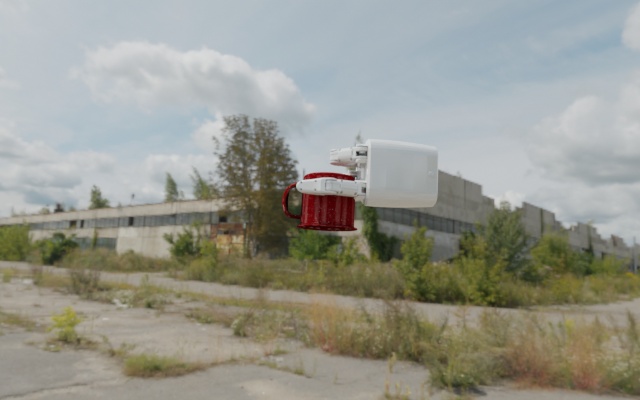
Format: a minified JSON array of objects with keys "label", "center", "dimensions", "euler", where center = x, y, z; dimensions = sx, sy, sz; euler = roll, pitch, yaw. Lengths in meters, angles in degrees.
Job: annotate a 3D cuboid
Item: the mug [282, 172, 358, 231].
[{"label":"mug","center":[-0.001,0.002,0.731],"dimensions":[0.117,0.081,0.093],"euler":[4,-8,-7]}]
